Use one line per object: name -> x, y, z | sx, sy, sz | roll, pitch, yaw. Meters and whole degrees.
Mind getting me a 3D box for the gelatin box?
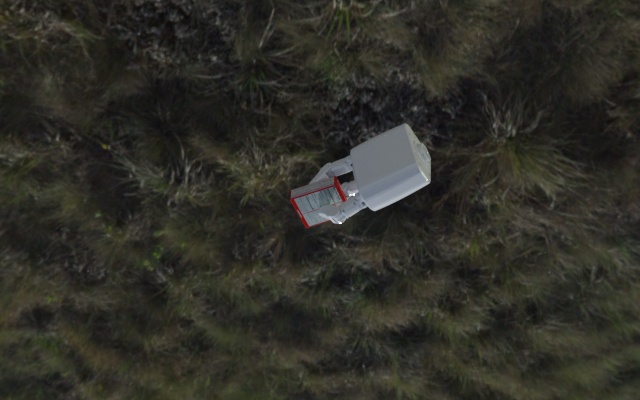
gelatin box -> 0.000, 0.003, 0.841 | 0.089, 0.073, 0.030 | -18, 38, 12
